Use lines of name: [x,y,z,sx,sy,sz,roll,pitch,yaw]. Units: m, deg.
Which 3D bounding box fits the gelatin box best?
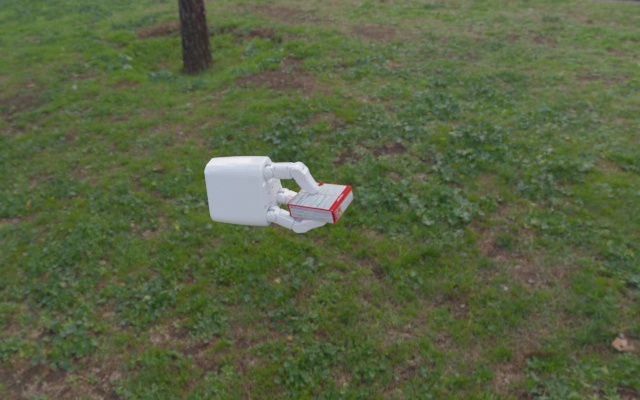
gelatin box: [0.000,0.002,0.799,0.089,0.030,0.073,7,37,29]
